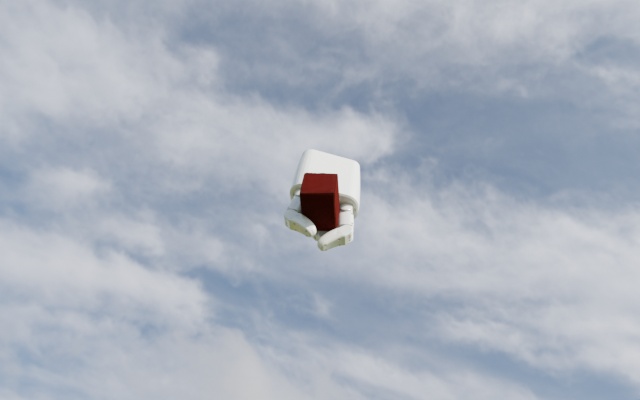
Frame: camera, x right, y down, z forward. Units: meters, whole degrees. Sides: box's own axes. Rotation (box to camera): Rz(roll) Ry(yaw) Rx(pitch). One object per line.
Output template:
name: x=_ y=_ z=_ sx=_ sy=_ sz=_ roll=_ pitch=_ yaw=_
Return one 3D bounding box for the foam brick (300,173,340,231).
foam brick: x=0.000 y=0.002 z=0.727 sx=0.053 sy=0.078 sz=0.051 roll=3 pitch=42 yaw=8
